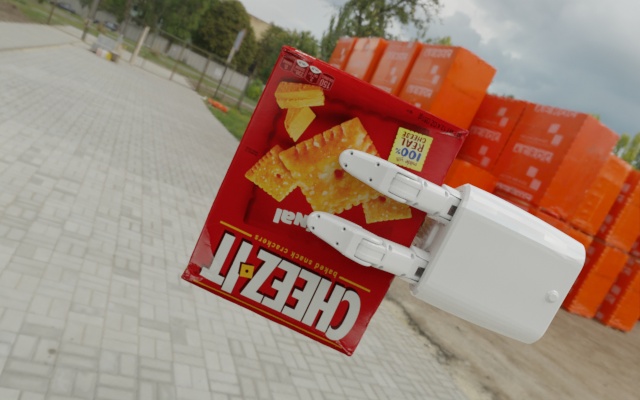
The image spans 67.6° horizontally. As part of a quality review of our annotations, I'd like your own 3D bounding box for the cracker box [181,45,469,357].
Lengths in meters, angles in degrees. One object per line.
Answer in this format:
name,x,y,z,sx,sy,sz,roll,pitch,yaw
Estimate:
cracker box,0.000,0.001,0.413,0.164,0.214,0.072,25,8,-2
